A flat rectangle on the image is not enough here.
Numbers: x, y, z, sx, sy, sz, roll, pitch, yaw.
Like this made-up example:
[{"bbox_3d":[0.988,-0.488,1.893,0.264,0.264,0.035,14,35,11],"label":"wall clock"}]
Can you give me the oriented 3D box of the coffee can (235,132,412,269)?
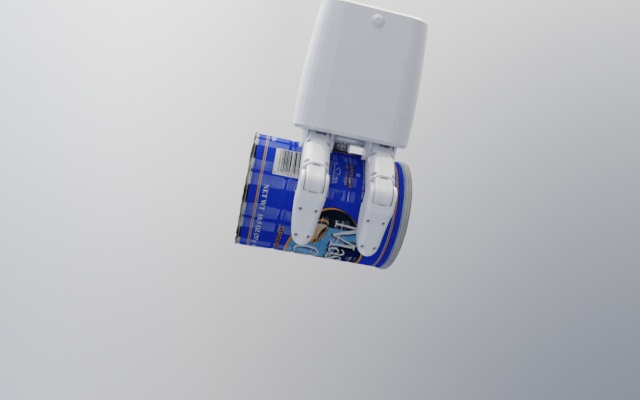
[{"bbox_3d":[0.000,0.002,0.441,0.140,0.103,0.103,11,-2,-8],"label":"coffee can"}]
